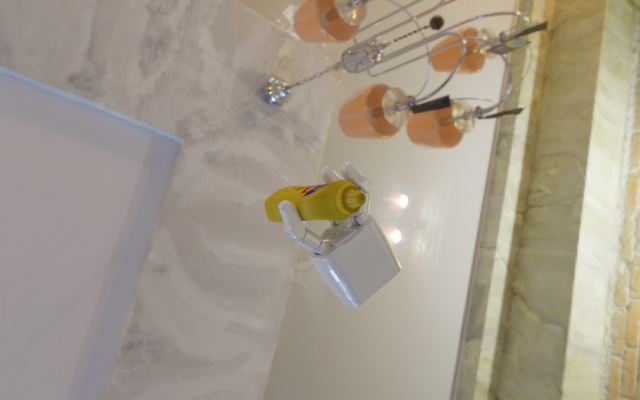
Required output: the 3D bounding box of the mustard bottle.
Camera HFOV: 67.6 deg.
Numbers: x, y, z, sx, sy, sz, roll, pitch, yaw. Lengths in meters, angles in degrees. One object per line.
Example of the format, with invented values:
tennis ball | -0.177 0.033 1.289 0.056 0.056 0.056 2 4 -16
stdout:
mustard bottle | 0.000 0.002 0.727 0.096 0.058 0.191 -16 7 -35
